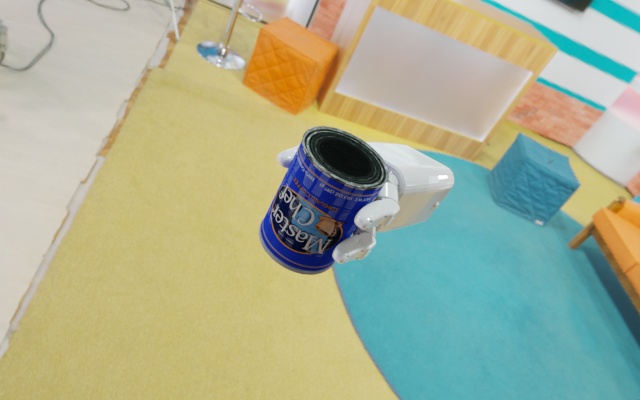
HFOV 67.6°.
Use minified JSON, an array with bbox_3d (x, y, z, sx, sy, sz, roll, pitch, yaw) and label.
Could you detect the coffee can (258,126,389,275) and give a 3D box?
[{"bbox_3d":[0.000,0.002,0.547,0.103,0.140,0.102,19,37,-15],"label":"coffee can"}]
